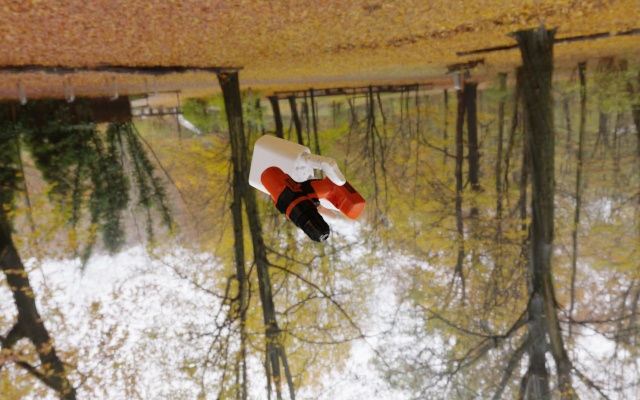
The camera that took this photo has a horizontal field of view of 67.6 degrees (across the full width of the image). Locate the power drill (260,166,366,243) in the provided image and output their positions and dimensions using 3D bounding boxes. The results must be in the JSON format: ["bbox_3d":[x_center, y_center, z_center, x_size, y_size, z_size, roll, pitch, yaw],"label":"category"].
[{"bbox_3d":[0.000,0.003,0.898,0.187,0.057,0.184,-1,42,-49],"label":"power drill"}]
